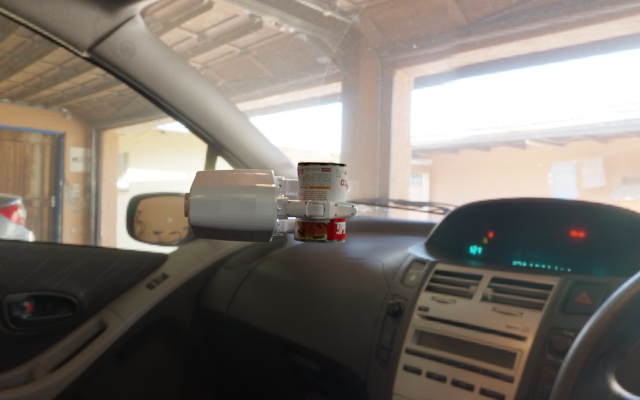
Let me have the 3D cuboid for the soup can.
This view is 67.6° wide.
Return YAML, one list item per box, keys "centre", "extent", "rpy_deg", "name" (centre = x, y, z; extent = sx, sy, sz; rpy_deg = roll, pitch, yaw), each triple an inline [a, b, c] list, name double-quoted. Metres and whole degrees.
- centre: [0.001, 0.002, 0.629]
  extent: [0.068, 0.102, 0.068]
  rpy_deg: [2, 1, 0]
  name: "soup can"
